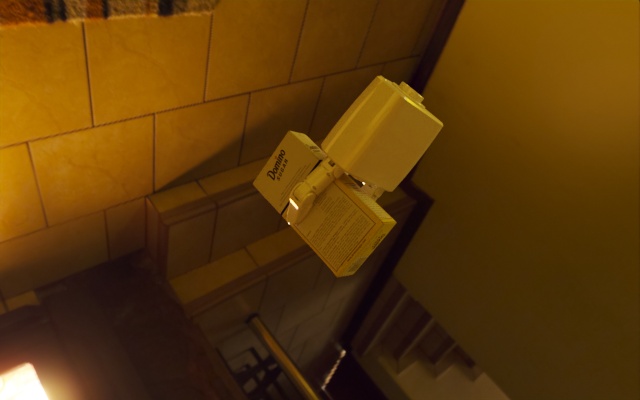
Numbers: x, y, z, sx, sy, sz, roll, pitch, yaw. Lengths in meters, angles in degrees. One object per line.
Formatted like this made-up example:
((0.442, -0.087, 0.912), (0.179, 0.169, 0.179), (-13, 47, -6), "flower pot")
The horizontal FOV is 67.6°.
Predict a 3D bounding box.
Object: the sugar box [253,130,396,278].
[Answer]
((0.001, 0.002, 0.601), (0.176, 0.093, 0.048), (48, 22, 25), "sugar box")
